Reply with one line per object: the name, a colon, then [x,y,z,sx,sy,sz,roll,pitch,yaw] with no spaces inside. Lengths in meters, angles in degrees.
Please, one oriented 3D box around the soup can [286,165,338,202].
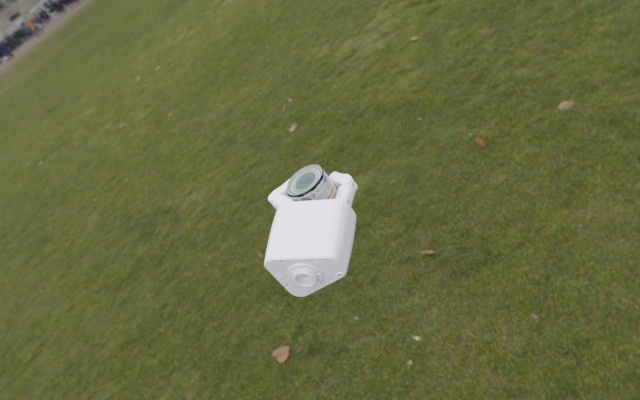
soup can: [0.000,0.002,0.747,0.068,0.068,0.102,0,-42,42]
